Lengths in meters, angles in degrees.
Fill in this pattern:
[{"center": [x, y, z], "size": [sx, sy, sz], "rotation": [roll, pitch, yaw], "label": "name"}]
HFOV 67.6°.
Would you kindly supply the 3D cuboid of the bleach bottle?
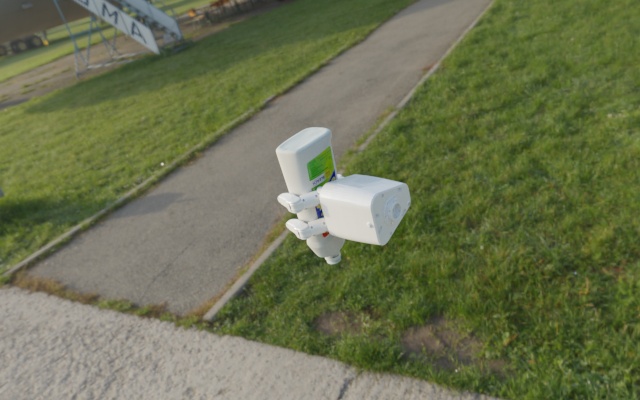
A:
[{"center": [0.000, 0.003, 0.862], "size": [0.068, 0.251, 0.102], "rotation": [11, 39, 42], "label": "bleach bottle"}]
